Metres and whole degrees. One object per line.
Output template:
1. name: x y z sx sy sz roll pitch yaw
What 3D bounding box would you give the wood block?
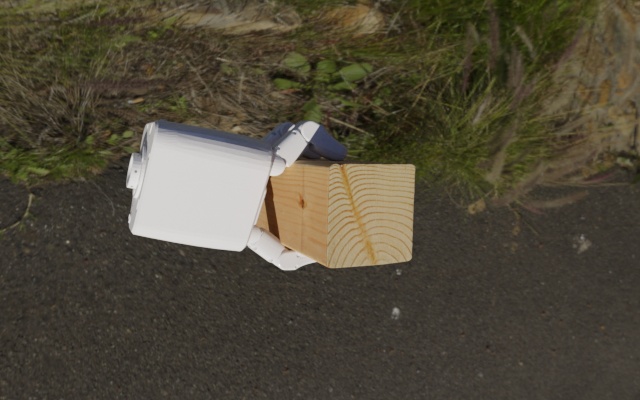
1. wood block: 0.000 0.002 0.505 0.090 0.091 0.206 -2 7 -26
